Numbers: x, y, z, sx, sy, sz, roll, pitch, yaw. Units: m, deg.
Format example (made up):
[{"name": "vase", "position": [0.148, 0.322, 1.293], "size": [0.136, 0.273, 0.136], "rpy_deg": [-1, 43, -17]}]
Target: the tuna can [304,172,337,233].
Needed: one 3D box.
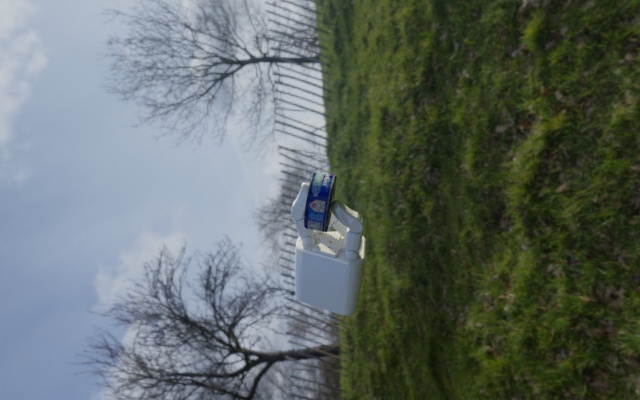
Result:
[{"name": "tuna can", "position": [0.000, 0.002, 0.702], "size": [0.034, 0.086, 0.086], "rpy_deg": [10, 1, 5]}]
